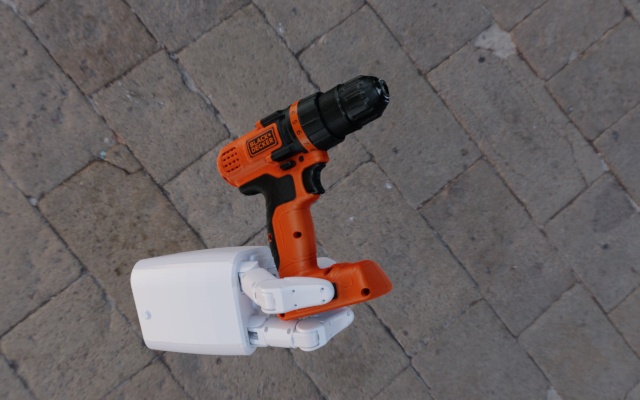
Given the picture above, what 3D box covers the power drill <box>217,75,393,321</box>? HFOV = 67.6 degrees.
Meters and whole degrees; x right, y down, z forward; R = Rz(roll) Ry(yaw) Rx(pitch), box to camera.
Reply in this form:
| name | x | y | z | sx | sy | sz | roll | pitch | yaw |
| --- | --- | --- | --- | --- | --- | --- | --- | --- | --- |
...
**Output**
| name | x | y | z | sx | sy | sz | roll | pitch | yaw |
| --- | --- | --- | --- | --- | --- | --- | --- | --- | --- |
| power drill | 0.000 | 0.002 | 0.429 | 0.184 | 0.187 | 0.057 | -23 | -13 | 30 |
